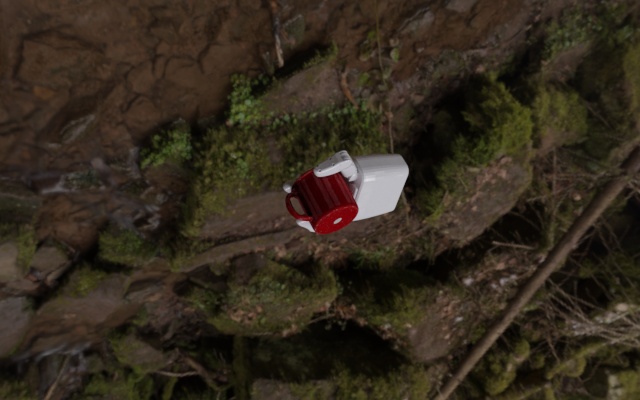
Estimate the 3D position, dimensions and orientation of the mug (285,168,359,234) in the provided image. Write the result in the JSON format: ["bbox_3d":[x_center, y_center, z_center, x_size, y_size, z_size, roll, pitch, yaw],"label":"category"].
[{"bbox_3d":[-0.001,0.003,0.768,0.117,0.081,0.093,-10,-31,-31],"label":"mug"}]
